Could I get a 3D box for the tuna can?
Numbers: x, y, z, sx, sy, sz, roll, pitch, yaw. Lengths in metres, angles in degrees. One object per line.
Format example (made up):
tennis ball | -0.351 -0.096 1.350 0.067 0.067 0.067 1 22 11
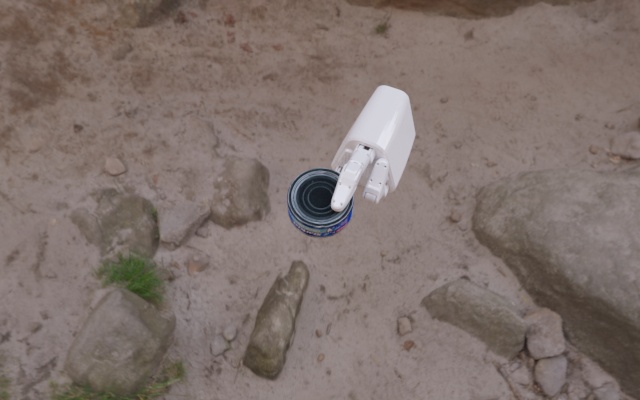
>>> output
tuna can | 0.000 0.002 0.607 0.086 0.086 0.034 0 -25 -1
